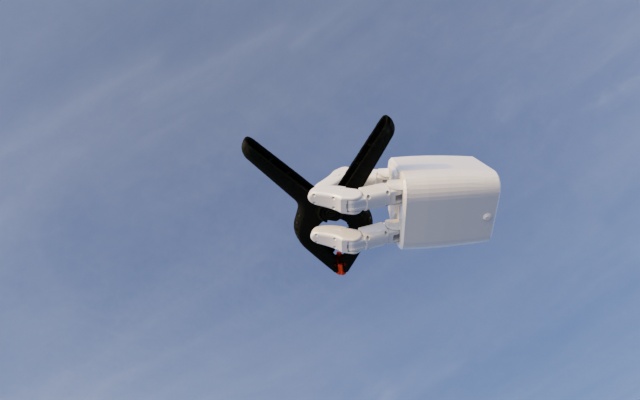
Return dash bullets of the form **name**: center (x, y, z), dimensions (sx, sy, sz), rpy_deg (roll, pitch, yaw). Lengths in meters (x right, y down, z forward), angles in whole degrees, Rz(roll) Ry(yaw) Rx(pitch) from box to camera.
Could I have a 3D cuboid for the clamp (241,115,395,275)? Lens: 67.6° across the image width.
- **clamp**: center (0.000, 0.002, 0.559), dimensions (0.164, 0.210, 0.036), rpy_deg (-2, 34, 1)
